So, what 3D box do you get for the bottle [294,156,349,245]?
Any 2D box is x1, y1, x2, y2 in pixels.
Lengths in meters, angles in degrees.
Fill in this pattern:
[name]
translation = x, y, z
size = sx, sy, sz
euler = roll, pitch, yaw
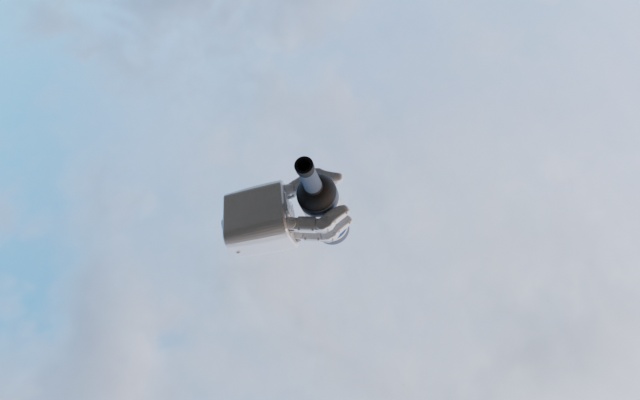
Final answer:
[bottle]
translation = 0.000, 0.003, 0.798
size = 0.069, 0.069, 0.296
euler = 0, -21, 10
